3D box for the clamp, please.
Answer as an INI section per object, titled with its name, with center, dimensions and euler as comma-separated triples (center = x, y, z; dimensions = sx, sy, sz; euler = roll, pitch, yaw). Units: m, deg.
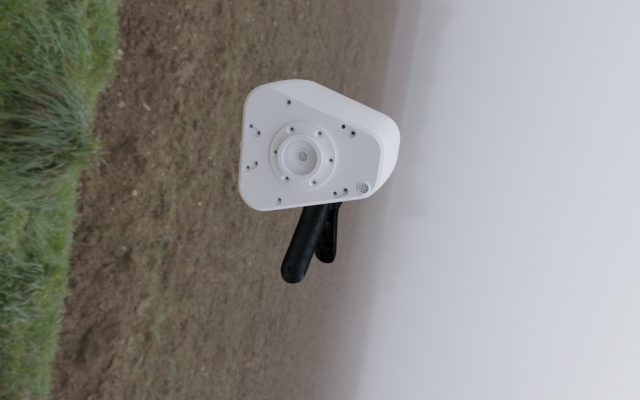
[clamp]
center = 0.001, 0.002, 0.486
dimensions = 0.039, 0.171, 0.120
euler = 10, 16, 13
